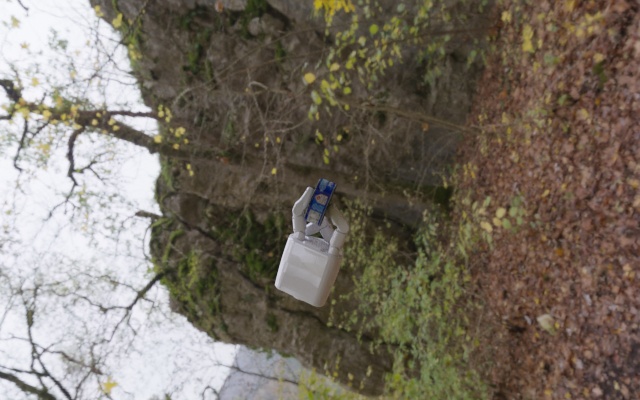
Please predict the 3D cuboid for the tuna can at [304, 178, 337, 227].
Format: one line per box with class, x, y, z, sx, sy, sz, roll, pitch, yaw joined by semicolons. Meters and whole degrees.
tuna can;0.000;0.003;0.885;0.034;0.086;0.086;22;1;2
